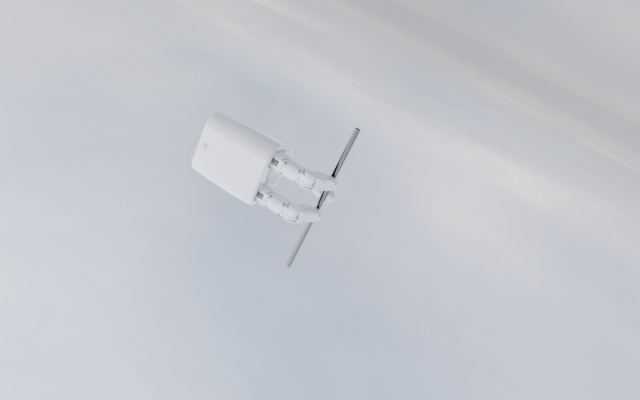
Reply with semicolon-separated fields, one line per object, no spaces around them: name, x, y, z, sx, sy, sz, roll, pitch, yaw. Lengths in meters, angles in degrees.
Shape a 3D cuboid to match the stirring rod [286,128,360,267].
stirring rod;0.000;0.002;0.692;0.011;0.240;0.011;23;23;-10
